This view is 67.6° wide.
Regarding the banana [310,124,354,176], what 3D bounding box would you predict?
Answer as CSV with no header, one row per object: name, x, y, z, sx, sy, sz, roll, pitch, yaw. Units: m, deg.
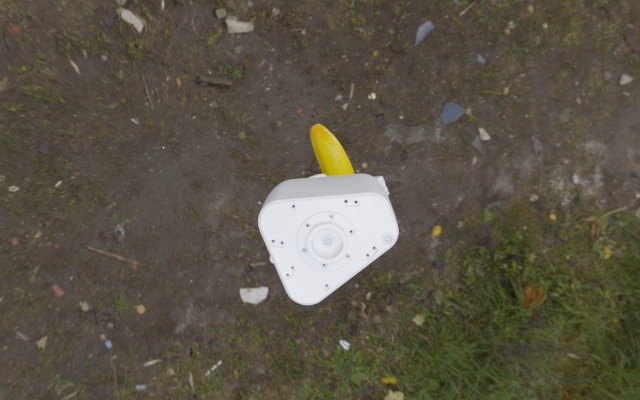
banana,0.017,0.007,0.583,0.069,0.198,0.037,6,14,21
